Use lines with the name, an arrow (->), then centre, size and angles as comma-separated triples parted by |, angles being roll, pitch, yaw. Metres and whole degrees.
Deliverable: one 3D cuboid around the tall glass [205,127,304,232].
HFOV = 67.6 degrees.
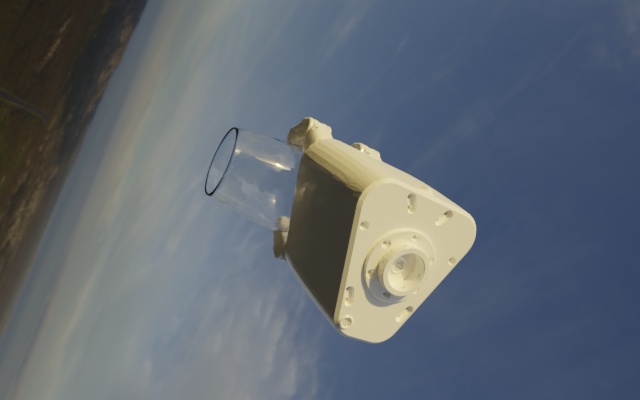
tall glass -> 0.001, 0.002, 0.439 | 0.201, 0.079, 0.079 | 22, -10, -25
